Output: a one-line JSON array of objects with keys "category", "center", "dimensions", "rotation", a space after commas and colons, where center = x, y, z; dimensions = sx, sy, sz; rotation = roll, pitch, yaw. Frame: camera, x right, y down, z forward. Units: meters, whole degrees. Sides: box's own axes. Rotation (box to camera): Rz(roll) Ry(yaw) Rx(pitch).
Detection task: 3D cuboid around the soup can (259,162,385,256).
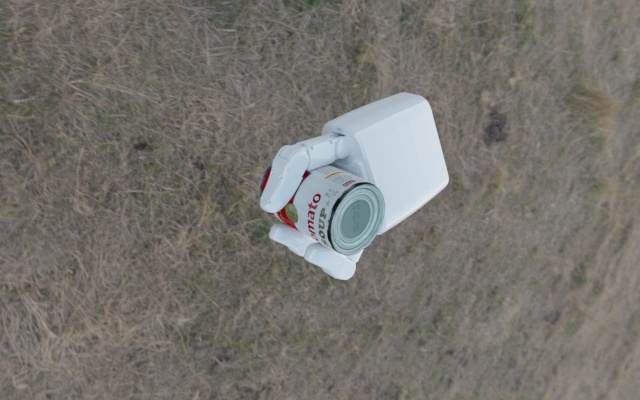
[{"category": "soup can", "center": [0.000, 0.002, 0.437], "dimensions": [0.068, 0.068, 0.102], "rotation": [0, 18, -43]}]
